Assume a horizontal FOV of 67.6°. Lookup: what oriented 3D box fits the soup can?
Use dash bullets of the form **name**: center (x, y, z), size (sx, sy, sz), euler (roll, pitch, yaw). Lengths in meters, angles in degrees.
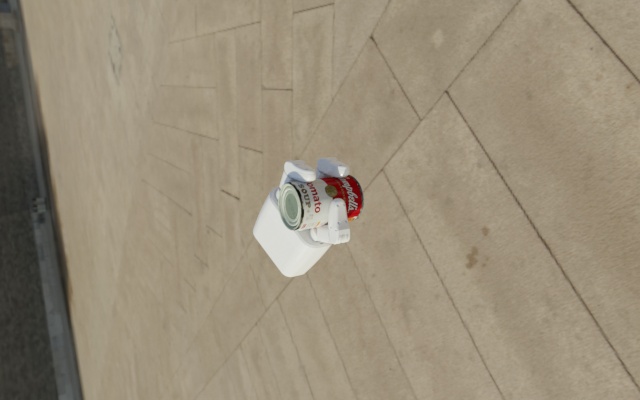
- **soup can**: center (0.000, 0.002, 0.667), size (0.102, 0.068, 0.068), euler (-8, 4, -32)
